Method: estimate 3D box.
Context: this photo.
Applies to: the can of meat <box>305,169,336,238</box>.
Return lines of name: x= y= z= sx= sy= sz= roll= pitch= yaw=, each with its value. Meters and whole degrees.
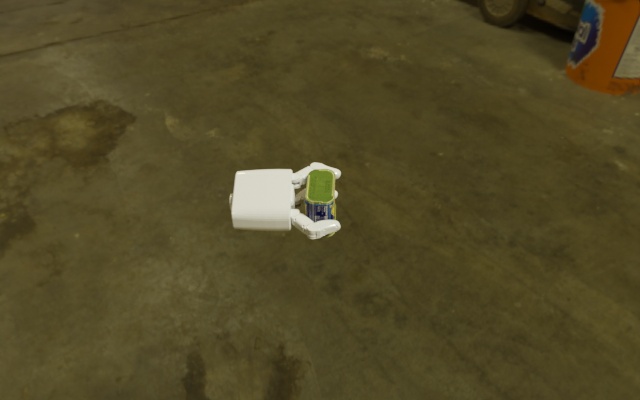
can of meat: x=0.000 y=0.003 z=0.880 sx=0.057 sy=0.084 sz=0.102 roll=1 pitch=41 yaw=2
